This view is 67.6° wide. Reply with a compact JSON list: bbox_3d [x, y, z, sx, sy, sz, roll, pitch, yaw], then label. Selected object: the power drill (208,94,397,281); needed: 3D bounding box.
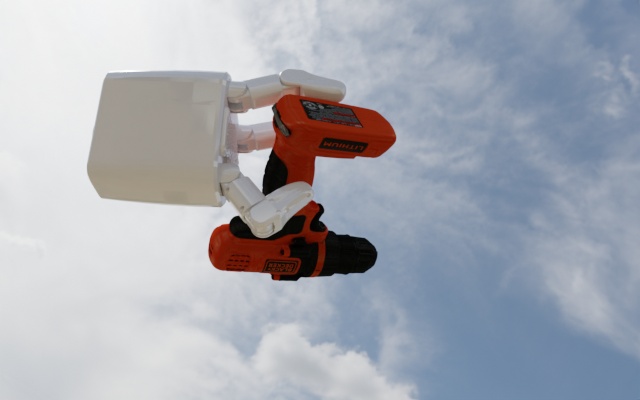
[{"bbox_3d":[0.000,0.001,0.457,0.184,0.188,0.057,5,35,-26],"label":"power drill"}]
